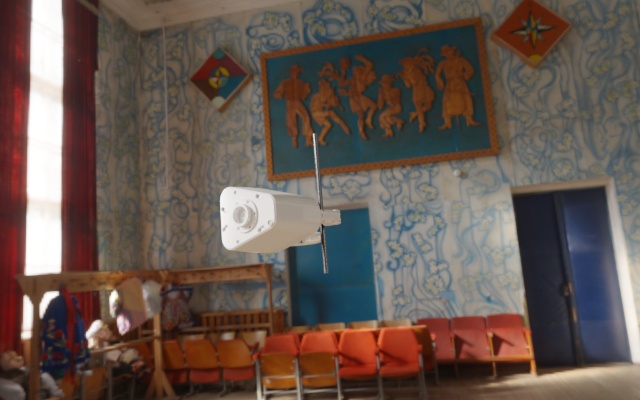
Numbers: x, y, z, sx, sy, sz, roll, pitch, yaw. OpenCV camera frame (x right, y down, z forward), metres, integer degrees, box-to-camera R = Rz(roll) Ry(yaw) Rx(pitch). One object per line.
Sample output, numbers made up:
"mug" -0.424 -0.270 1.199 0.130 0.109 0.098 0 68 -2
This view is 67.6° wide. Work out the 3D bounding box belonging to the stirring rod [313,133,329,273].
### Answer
"stirring rod" 0.000 0.003 0.814 0.011 0.239 0.011 -4 -9 -1
